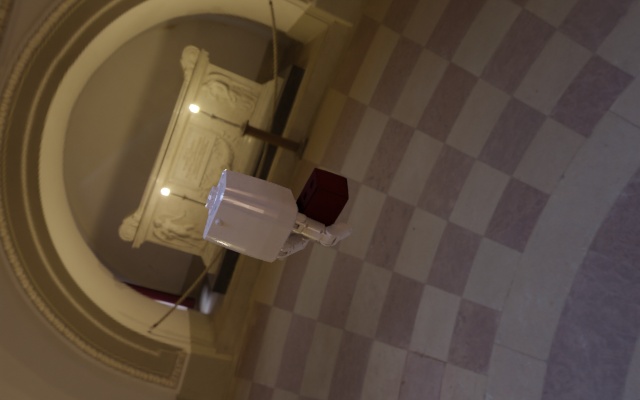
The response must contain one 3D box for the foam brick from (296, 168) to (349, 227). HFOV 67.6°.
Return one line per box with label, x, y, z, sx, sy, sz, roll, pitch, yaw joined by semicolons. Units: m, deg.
foam brick;0.000;0.002;0.688;0.051;0.078;0.053;20;32;-16
